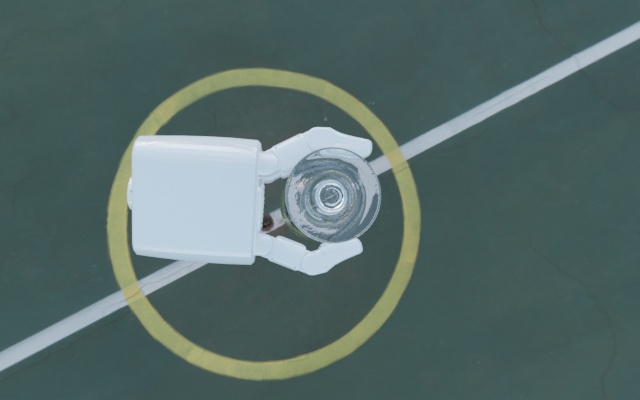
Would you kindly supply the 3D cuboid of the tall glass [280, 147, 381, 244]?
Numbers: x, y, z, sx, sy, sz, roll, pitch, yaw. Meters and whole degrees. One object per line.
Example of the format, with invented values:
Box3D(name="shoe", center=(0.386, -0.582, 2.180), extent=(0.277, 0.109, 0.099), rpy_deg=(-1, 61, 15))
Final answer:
Box3D(name="tall glass", center=(0.000, 0.002, 0.463), extent=(0.079, 0.079, 0.201), rpy_deg=(0, -3, -5))
